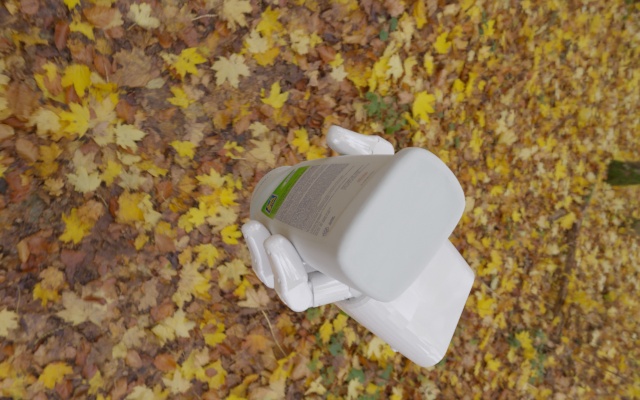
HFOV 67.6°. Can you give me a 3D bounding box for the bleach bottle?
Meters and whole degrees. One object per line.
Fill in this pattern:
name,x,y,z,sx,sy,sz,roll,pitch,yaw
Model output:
bleach bottle,0.000,0.001,0.410,0.068,0.102,0.251,43,-11,-24
